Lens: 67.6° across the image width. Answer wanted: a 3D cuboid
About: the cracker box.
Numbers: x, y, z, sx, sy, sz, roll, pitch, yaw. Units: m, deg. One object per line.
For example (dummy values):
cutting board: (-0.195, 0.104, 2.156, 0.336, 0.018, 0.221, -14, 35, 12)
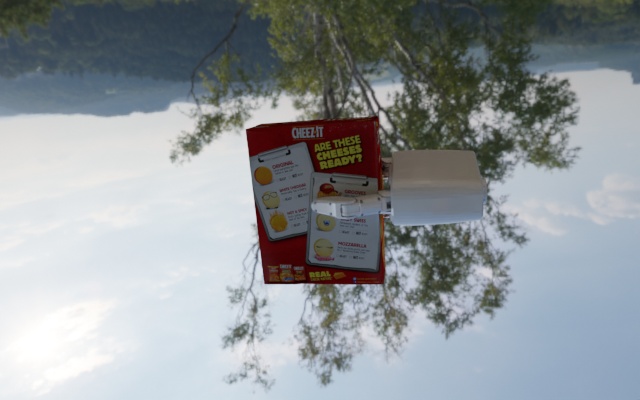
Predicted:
cracker box: (0.000, 0.002, 0.632, 0.164, 0.214, 0.072, -2, 15, 11)
